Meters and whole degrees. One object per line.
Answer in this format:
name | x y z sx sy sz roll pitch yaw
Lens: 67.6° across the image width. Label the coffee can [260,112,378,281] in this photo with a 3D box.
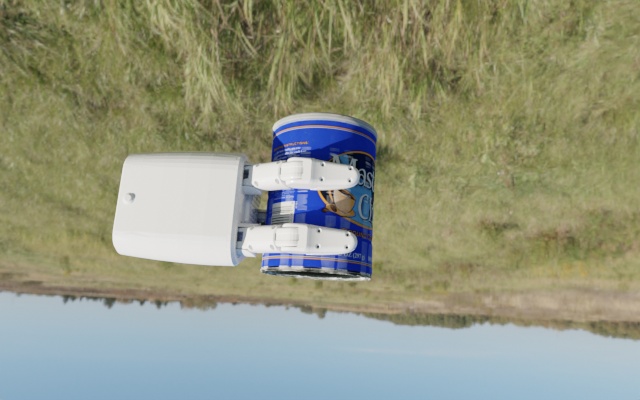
coffee can | 0.000 0.001 0.453 0.103 0.140 0.103 4 -13 1
